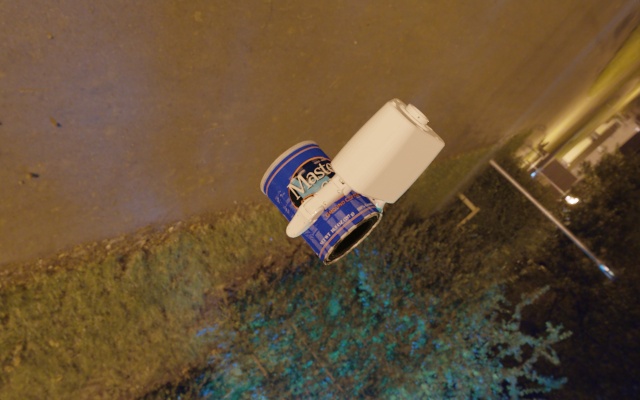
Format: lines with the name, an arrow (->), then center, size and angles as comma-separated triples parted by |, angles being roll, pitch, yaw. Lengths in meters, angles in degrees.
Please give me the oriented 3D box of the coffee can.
coffee can -> 0.000, 0.002, 0.655 | 0.103, 0.140, 0.103 | -38, -17, -14
